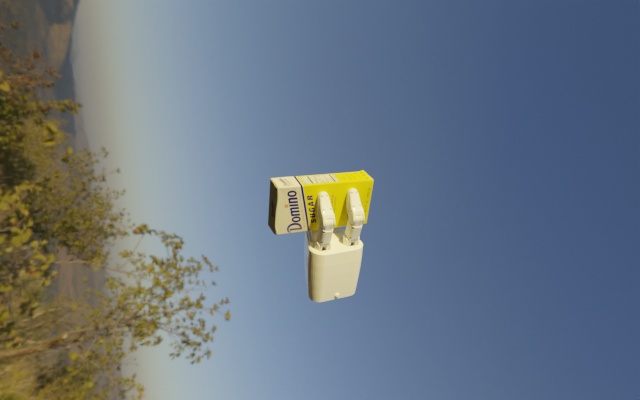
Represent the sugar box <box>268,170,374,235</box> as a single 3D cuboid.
[{"bbox_3d":[0.000,0.003,0.825,0.176,0.093,0.048,-8,31,-24],"label":"sugar box"}]
